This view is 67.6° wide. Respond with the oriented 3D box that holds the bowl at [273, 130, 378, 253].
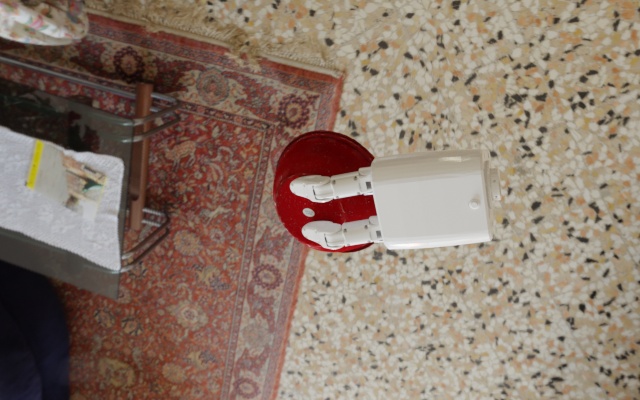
[{"bbox_3d":[-0.001,0.002,0.566,0.162,0.162,0.055,0,23,32],"label":"bowl"}]
